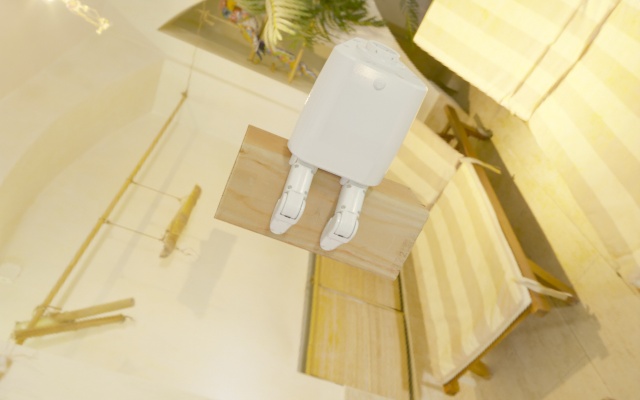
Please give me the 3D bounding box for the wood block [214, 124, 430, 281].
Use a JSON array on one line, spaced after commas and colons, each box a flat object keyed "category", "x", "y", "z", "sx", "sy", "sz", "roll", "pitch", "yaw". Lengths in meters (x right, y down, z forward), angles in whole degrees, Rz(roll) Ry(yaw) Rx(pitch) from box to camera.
[{"category": "wood block", "x": 0.000, "y": 0.001, "z": 0.530, "sx": 0.206, "sy": 0.090, "sz": 0.090, "roll": 21, "pitch": 17, "yaw": -12}]
